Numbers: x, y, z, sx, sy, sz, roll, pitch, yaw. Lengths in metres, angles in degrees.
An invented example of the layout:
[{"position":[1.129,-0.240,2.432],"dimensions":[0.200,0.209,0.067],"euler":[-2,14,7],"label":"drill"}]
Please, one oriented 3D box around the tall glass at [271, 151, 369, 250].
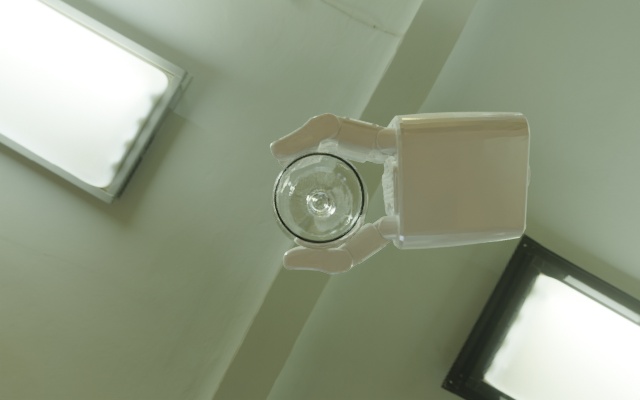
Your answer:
[{"position":[0.000,0.001,0.420],"dimensions":[0.079,0.079,0.201],"euler":[0,-2,1],"label":"tall glass"}]
